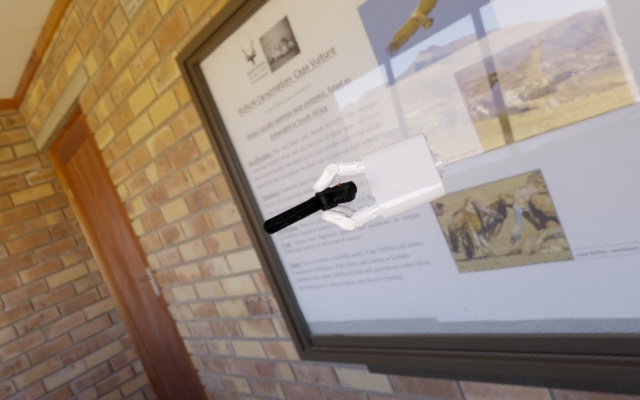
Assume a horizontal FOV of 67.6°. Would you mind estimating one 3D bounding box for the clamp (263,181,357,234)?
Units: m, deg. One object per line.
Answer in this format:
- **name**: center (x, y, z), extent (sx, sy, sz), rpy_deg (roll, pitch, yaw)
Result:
- **clamp**: center (0.000, 0.002, 0.819), extent (0.164, 0.036, 0.210), rpy_deg (-22, 3, 16)
